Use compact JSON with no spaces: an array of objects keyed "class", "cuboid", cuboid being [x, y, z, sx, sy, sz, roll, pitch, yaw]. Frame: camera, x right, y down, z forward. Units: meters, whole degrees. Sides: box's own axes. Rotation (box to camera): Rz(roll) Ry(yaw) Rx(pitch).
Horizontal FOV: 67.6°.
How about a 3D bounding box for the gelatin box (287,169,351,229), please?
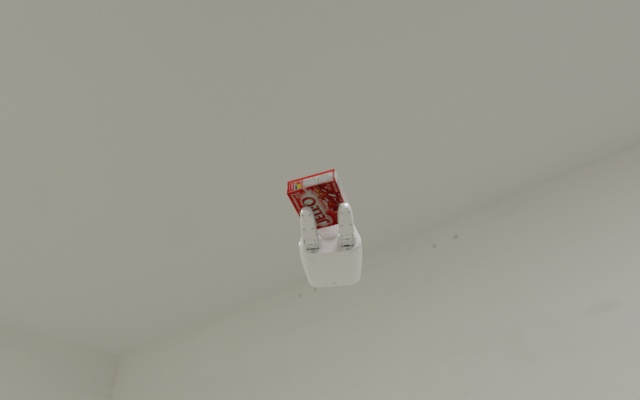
[{"class":"gelatin box","cuboid":[0.000,0.002,0.699,0.073,0.030,0.089,-14,-47,12]}]
